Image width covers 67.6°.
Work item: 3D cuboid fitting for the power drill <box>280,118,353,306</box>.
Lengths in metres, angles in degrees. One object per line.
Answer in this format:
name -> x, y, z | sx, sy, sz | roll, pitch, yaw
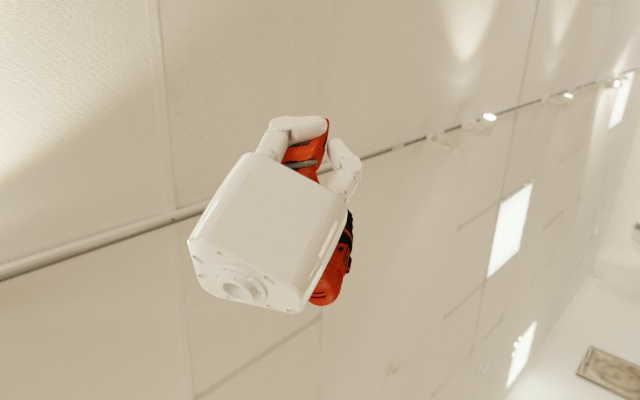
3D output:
power drill -> 0.000, 0.002, 0.570 | 0.057, 0.188, 0.184 | -8, 27, 14
